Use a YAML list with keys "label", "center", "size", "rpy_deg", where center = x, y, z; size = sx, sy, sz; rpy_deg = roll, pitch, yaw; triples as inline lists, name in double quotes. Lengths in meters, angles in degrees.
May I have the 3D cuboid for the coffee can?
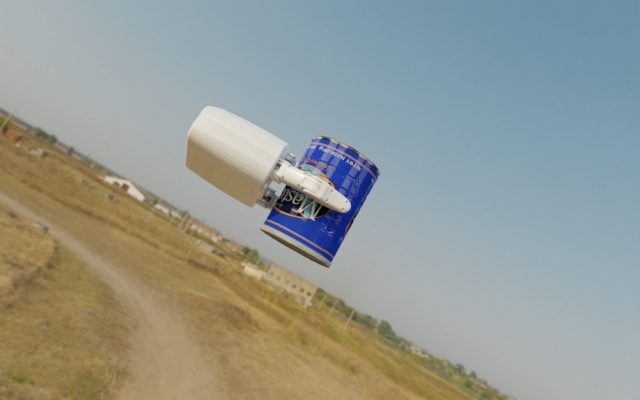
- label: "coffee can"
  center: [0.000, 0.002, 0.623]
  size: [0.103, 0.140, 0.103]
  rpy_deg: [29, -10, 5]
